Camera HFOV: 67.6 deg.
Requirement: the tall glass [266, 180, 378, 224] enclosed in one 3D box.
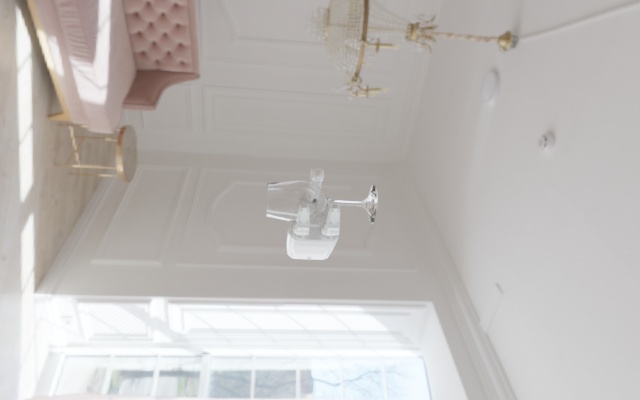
[{"bbox_3d":[0.001,0.003,0.889,0.201,0.079,0.079,3,0,-7],"label":"tall glass"}]
